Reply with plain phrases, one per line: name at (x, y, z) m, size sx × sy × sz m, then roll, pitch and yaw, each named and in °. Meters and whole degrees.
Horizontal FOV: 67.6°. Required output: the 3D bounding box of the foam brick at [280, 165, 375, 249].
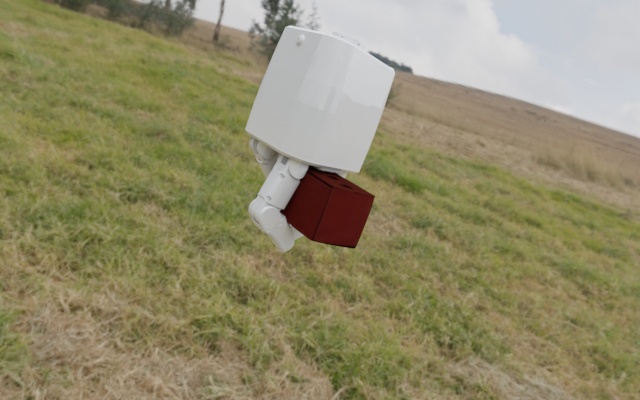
foam brick at (0.000, 0.002, 0.432) m, size 0.053 × 0.051 × 0.078 m, roll 13°, pitch 14°, yaw -40°
